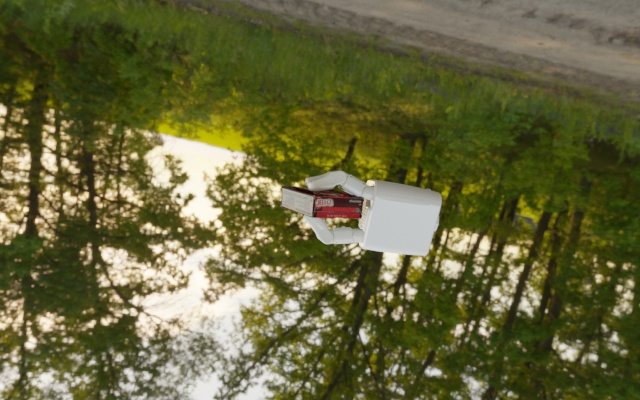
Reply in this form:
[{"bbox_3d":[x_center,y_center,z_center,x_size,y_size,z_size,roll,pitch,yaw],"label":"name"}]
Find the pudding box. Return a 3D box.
[{"bbox_3d":[0.000,0.003,0.750,0.090,0.039,0.113,4,4,-31],"label":"pudding box"}]
